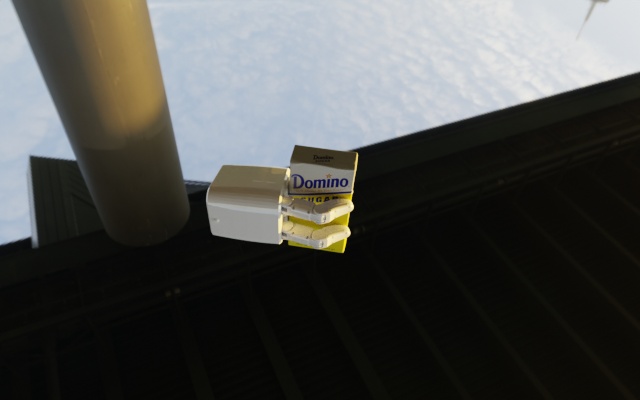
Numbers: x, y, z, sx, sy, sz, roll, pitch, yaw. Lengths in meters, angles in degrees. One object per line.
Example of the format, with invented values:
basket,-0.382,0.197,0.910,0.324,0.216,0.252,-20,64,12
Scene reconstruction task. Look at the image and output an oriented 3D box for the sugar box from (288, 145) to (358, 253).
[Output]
sugar box,0.000,0.003,0.717,0.093,0.048,0.176,7,-44,4
